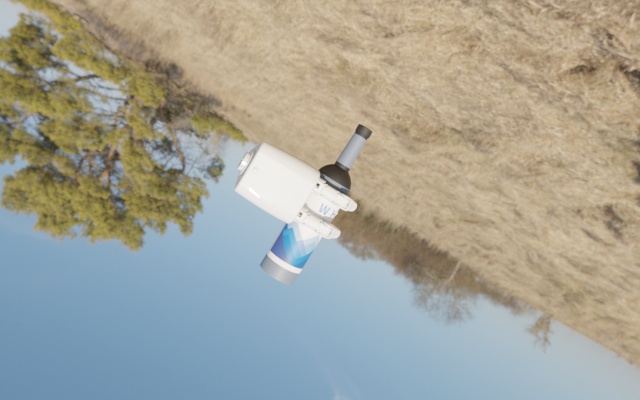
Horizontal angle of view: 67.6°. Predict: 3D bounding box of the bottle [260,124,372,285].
[{"bbox_3d":[0.000,0.003,0.816,0.069,0.296,0.069,31,4,-2],"label":"bottle"}]
